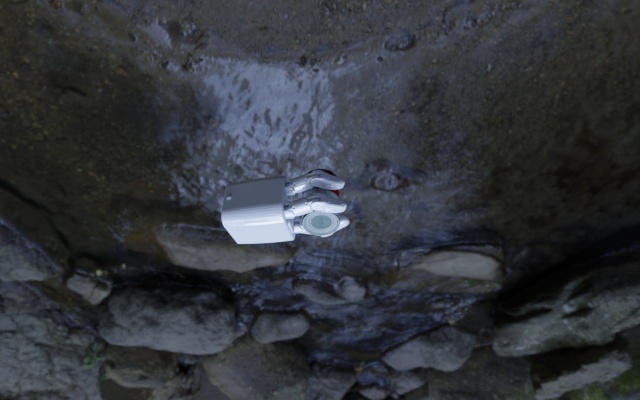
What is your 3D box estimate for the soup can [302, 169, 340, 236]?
[{"bbox_3d":[0.001,0.003,0.840,0.068,0.102,0.069,0,-44,0],"label":"soup can"}]
